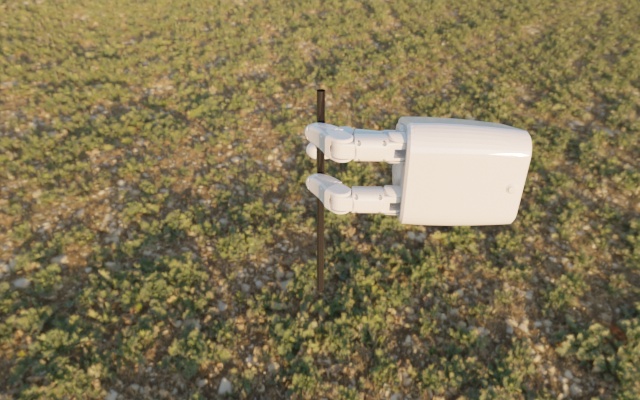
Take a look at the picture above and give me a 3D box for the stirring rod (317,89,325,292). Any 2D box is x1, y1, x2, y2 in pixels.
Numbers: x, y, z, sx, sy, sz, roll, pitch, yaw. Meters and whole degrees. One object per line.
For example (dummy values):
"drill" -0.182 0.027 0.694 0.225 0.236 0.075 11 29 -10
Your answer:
"stirring rod" 0.000 0.002 0.503 0.011 0.240 0.011 0 31 0
